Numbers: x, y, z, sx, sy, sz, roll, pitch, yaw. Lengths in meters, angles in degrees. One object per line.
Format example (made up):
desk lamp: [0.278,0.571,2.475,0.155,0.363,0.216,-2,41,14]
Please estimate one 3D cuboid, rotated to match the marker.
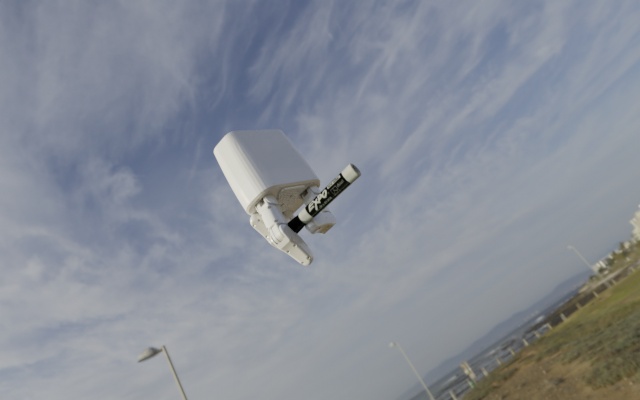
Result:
marker: [0.000,0.002,0.577,0.121,0.020,0.020,-43,-18,21]
